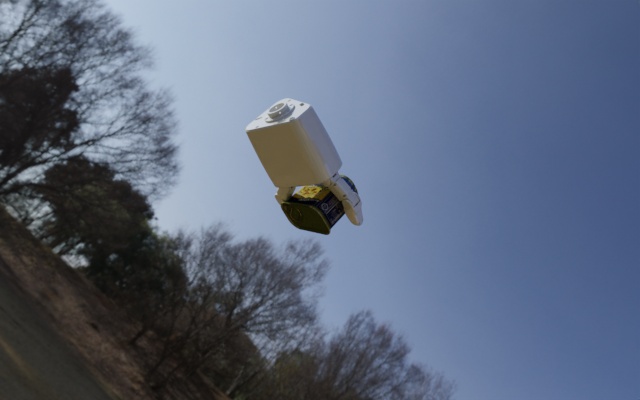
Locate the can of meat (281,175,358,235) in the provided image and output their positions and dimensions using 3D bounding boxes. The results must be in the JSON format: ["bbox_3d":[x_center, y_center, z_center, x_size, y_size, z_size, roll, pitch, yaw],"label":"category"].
[{"bbox_3d":[0.000,0.002,0.766,0.102,0.057,0.084,7,45,50],"label":"can of meat"}]
